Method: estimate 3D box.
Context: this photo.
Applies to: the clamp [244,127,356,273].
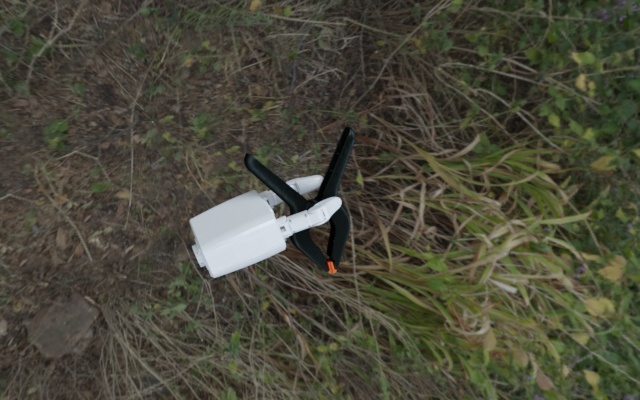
[{"bbox_3d":[0.000,0.003,0.693,0.164,0.210,0.036,-23,16,-13],"label":"clamp"}]
